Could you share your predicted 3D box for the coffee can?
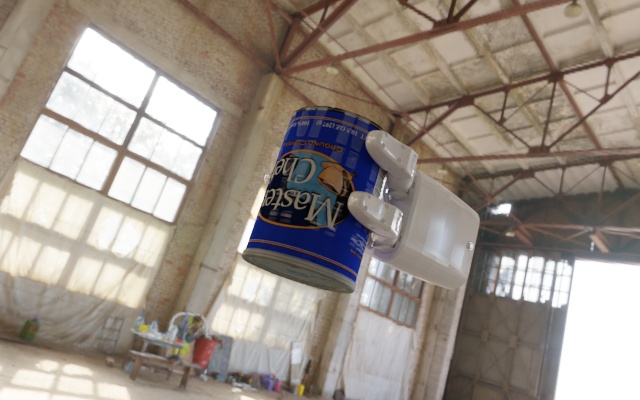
[{"bbox_3d":[0.000,0.001,0.434,0.103,0.140,0.103,16,-16,5],"label":"coffee can"}]
